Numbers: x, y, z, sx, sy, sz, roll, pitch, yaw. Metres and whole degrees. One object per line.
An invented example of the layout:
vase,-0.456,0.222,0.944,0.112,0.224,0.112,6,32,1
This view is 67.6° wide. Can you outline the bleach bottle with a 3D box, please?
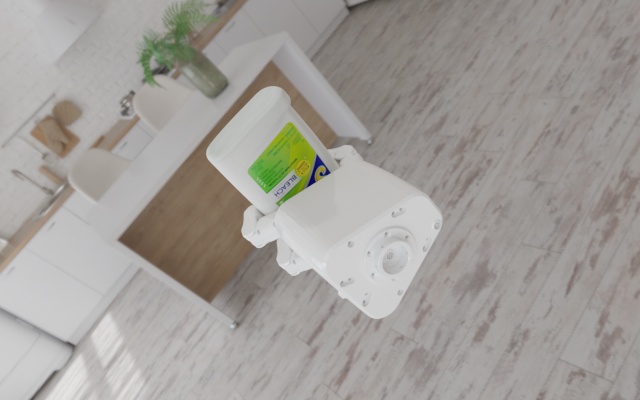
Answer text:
bleach bottle,0.000,0.002,0.521,0.251,0.102,0.068,45,-6,-29
